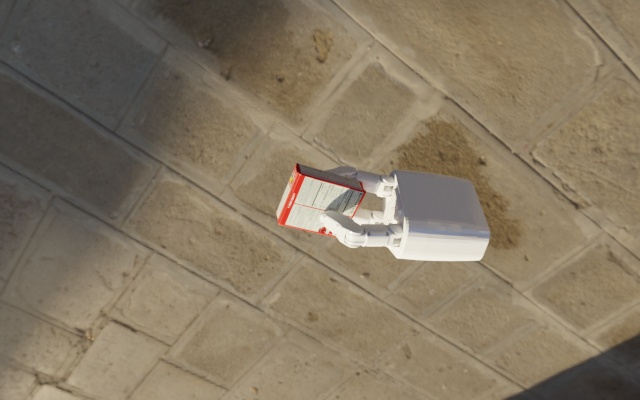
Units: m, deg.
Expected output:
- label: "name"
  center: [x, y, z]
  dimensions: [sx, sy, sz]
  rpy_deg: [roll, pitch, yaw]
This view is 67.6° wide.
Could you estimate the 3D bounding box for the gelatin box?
- label: "gelatin box"
  center: [0.000, 0.002, 0.577]
  dimensions: [0.089, 0.073, 0.030]
  rpy_deg: [14, 28, -20]
